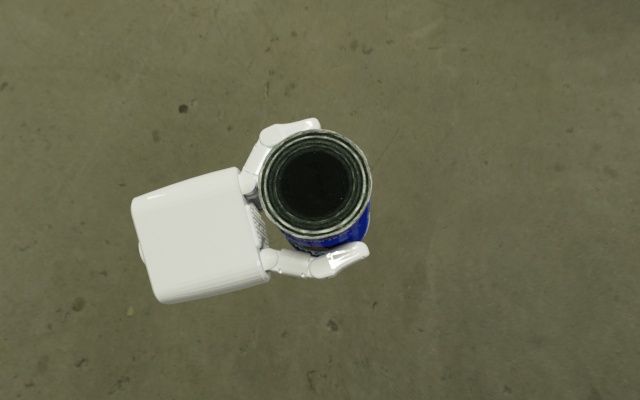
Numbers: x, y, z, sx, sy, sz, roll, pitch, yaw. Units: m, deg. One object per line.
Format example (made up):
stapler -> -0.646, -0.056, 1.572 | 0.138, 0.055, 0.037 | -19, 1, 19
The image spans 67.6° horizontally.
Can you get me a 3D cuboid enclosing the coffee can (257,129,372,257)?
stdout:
coffee can -> 0.000, 0.002, 0.488 | 0.103, 0.102, 0.140 | 0, -15, 5
